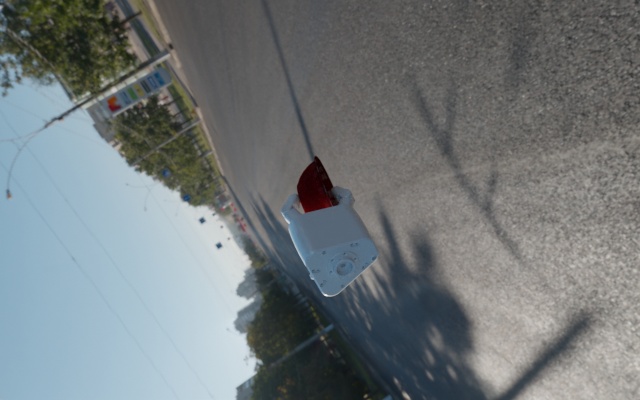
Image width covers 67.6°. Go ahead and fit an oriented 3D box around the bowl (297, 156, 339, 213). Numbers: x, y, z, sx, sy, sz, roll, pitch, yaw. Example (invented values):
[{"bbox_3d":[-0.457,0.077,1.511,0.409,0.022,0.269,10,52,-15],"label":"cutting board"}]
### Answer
[{"bbox_3d":[0.000,0.003,0.870,0.055,0.162,0.162,-23,-3,7],"label":"bowl"}]
